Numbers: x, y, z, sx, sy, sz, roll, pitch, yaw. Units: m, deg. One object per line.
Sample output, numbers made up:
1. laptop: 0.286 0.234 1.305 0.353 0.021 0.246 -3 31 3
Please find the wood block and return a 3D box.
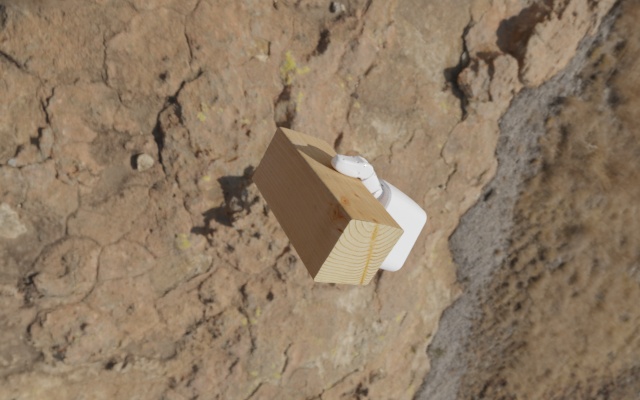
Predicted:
1. wood block: 0.001 0.002 0.612 0.090 0.091 0.206 12 28 -39
